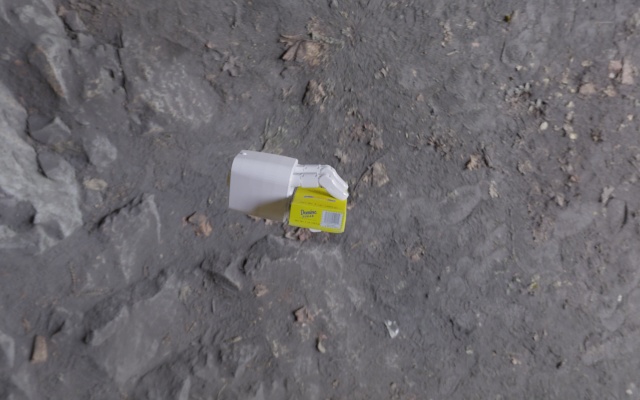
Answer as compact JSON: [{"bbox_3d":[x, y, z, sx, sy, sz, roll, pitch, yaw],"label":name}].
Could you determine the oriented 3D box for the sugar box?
[{"bbox_3d":[0.000,0.002,0.858,0.093,0.048,0.176,10,20,0],"label":"sugar box"}]
